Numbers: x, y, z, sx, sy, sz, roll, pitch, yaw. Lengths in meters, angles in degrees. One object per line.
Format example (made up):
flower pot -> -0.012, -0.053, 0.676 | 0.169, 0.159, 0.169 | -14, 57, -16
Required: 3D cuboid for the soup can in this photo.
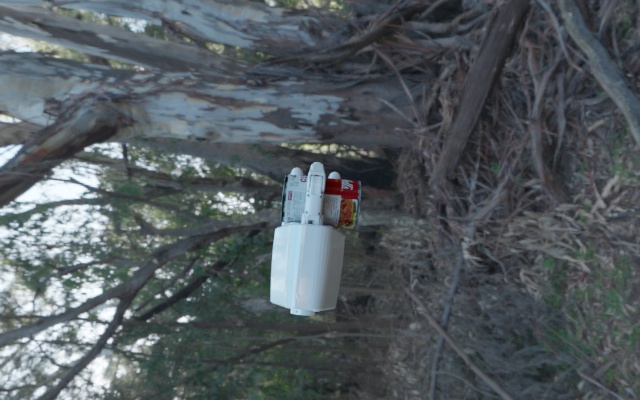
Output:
soup can -> 0.000, 0.002, 0.650 | 0.102, 0.068, 0.068 | 6, 0, -2
